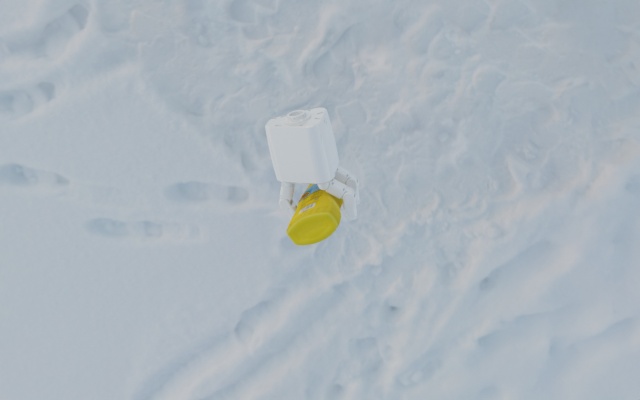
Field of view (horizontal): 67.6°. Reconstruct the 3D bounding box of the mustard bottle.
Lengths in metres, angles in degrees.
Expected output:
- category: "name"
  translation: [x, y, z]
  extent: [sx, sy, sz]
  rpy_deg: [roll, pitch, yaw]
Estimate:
- category: "mustard bottle"
  translation: [0.000, 0.003, 0.888]
  extent: [0.096, 0.058, 0.191]
  rpy_deg: [-28, 21, 24]
